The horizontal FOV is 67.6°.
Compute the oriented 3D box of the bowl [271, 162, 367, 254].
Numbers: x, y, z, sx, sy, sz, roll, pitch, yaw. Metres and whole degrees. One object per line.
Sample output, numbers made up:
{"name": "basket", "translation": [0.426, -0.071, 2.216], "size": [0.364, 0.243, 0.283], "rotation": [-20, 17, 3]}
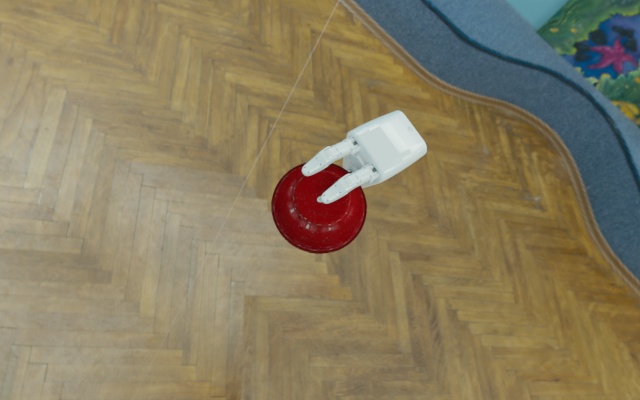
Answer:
{"name": "bowl", "translation": [-0.001, 0.003, 0.776], "size": [0.162, 0.162, 0.055], "rotation": [0, -16, -5]}
